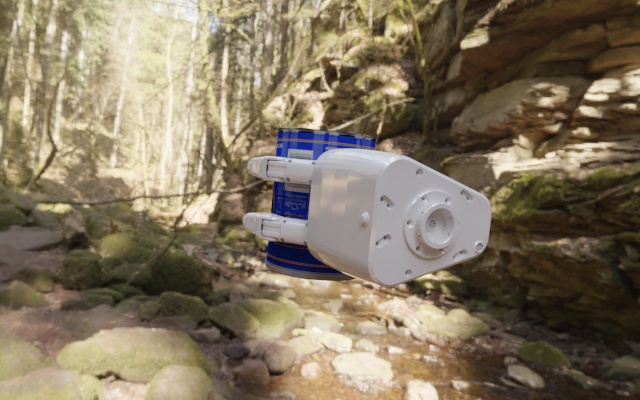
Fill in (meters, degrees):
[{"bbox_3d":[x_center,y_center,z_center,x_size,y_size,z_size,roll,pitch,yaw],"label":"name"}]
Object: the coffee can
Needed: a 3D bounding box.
[{"bbox_3d":[0.000,0.002,0.491,0.103,0.140,0.103,5,4,0],"label":"coffee can"}]
